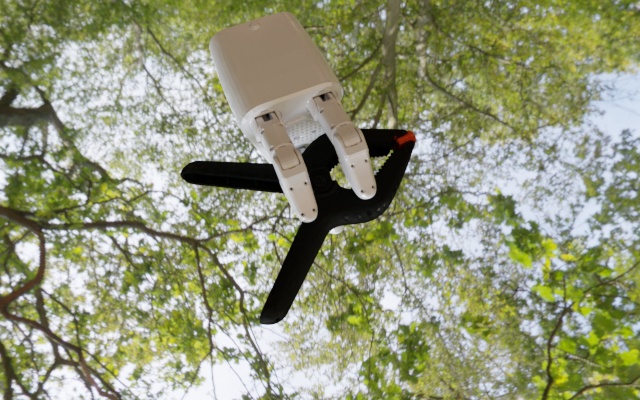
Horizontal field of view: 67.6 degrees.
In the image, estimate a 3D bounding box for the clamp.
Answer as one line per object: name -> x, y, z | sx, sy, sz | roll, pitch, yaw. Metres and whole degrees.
clamp -> 0.000, 0.001, 0.423 | 0.210, 0.164, 0.036 | -22, -22, -11
